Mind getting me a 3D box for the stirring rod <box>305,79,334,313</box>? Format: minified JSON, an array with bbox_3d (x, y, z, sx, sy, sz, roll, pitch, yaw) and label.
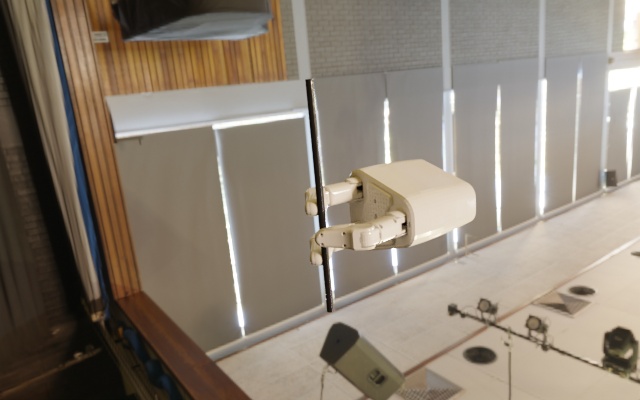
[{"bbox_3d":[0.000,0.001,0.480,0.011,0.239,0.011,-5,14,1],"label":"stirring rod"}]
